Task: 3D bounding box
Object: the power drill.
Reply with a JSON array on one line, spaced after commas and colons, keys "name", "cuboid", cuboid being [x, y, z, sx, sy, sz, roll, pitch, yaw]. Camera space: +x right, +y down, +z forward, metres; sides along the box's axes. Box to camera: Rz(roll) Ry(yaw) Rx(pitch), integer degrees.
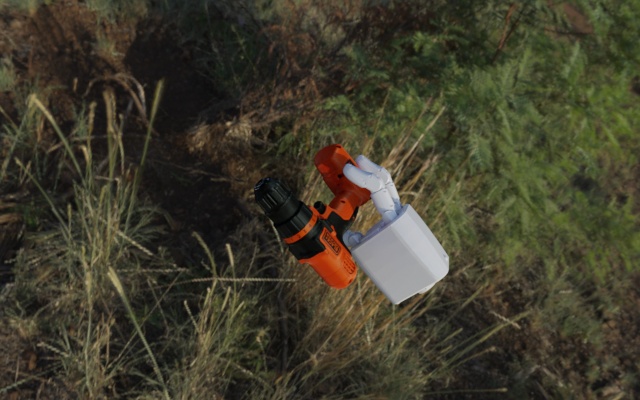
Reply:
[{"name": "power drill", "cuboid": [0.000, 0.002, 0.663, 0.057, 0.184, 0.187, -21, 27, 36]}]
